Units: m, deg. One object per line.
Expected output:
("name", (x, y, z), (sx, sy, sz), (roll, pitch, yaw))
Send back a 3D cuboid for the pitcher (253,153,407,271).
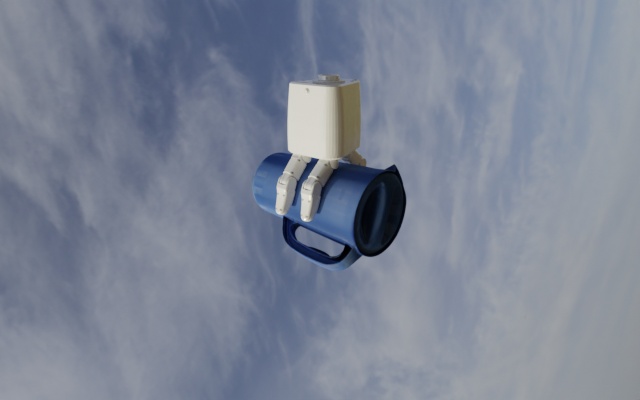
("pitcher", (0.000, 0.002, 0.769), (0.243, 0.145, 0.149), (17, 25, 39))
